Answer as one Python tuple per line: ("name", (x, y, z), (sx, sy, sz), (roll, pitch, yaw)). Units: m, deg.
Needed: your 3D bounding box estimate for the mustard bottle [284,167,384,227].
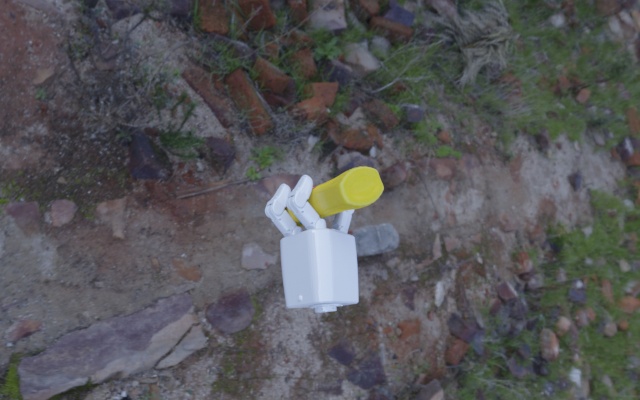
("mustard bottle", (0.000, 0.002, 0.750), (0.192, 0.058, 0.096), (-21, 2, 45))
